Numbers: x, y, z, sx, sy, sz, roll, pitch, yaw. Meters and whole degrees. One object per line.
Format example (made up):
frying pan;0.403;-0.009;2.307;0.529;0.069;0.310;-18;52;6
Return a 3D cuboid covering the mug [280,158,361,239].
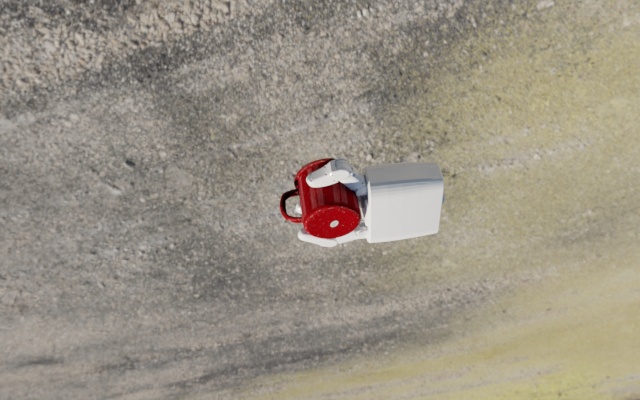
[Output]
mug;-0.001;0.003;0.678;0.117;0.081;0.093;-8;-37;-1
